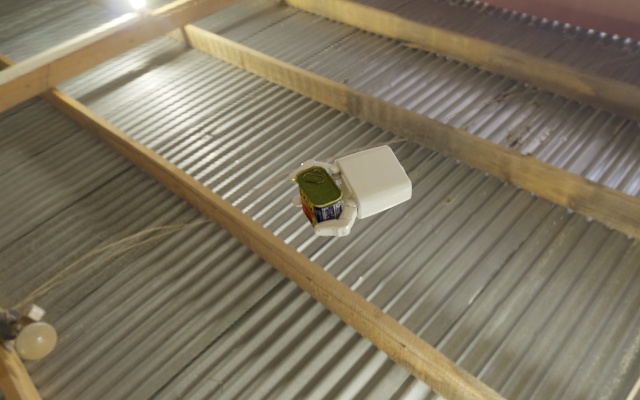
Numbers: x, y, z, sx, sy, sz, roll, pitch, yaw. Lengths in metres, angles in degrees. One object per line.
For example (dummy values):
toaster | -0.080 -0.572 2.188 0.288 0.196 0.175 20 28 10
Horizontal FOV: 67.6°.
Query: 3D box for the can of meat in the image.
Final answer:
can of meat | 0.000 0.003 0.850 0.057 0.084 0.102 -22 45 -13
